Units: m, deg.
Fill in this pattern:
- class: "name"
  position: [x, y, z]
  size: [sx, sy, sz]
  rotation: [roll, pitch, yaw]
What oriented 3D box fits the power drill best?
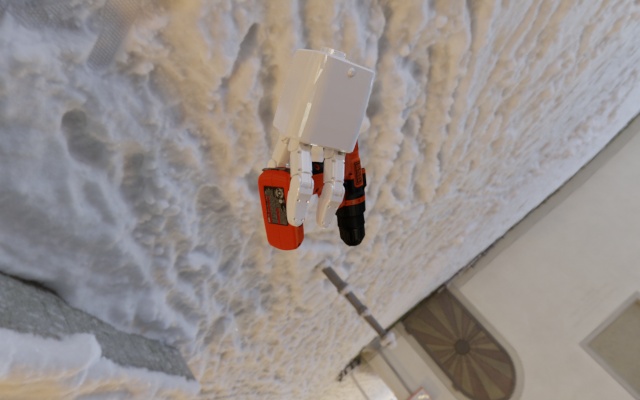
- class: "power drill"
  position: [0.000, 0.002, 0.671]
  size: [0.057, 0.184, 0.187]
  rotation: [2, 18, 36]
